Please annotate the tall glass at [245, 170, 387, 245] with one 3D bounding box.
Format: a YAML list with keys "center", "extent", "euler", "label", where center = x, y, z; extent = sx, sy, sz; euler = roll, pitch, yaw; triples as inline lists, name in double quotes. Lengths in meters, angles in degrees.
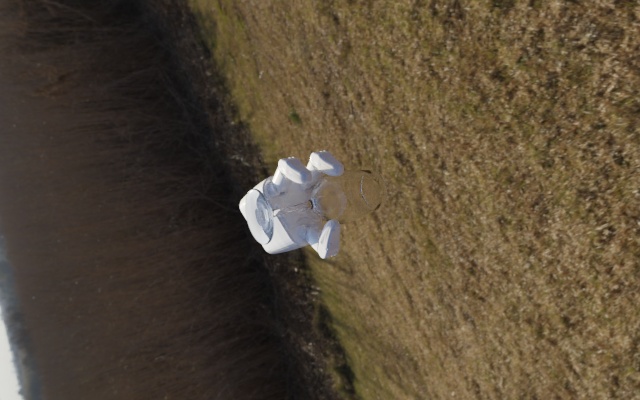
- center: [0.000, 0.002, 0.673]
  extent: [0.201, 0.079, 0.079]
  euler: [-13, 7, -33]
  label: "tall glass"
